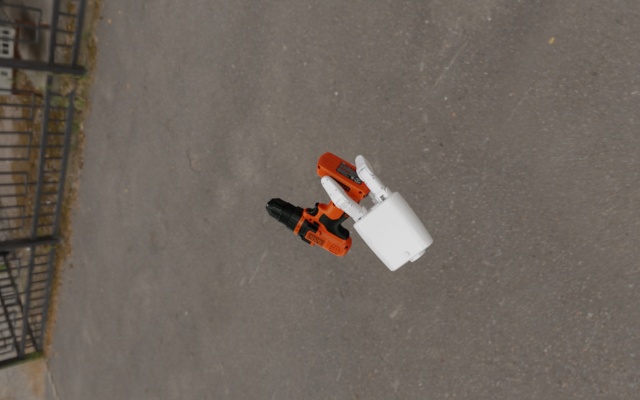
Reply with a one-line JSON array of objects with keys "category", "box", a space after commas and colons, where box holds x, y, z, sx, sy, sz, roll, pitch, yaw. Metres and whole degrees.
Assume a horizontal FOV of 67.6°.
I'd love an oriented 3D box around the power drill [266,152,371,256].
[{"category": "power drill", "box": [0.001, 0.003, 0.890, 0.184, 0.188, 0.057, 28, 41, 1]}]
